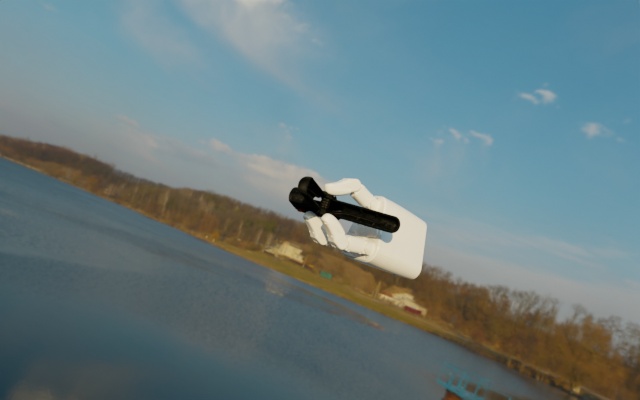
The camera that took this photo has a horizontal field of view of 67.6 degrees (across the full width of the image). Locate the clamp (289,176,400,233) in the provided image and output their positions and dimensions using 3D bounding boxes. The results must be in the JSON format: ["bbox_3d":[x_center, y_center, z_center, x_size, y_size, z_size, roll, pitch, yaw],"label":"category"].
[{"bbox_3d":[0.000,0.002,0.730,0.164,0.036,0.210,27,-10,-29],"label":"clamp"}]
